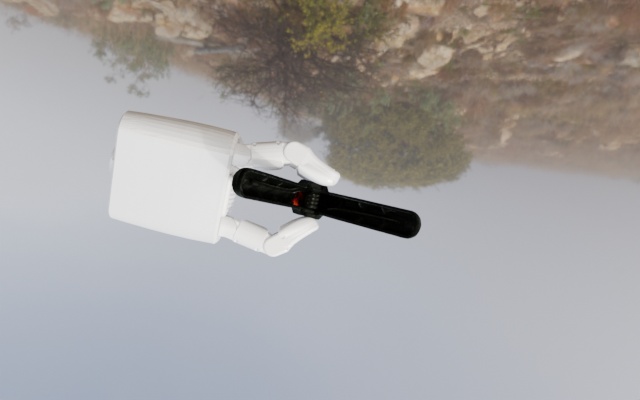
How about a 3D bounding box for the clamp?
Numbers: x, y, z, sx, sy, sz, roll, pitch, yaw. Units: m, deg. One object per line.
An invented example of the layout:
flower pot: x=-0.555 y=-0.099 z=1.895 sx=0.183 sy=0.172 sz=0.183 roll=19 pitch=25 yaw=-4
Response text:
clamp: x=0.000 y=0.002 z=0.482 sx=0.164 sy=0.036 sz=0.210 roll=15 pitch=0 yaw=-5
